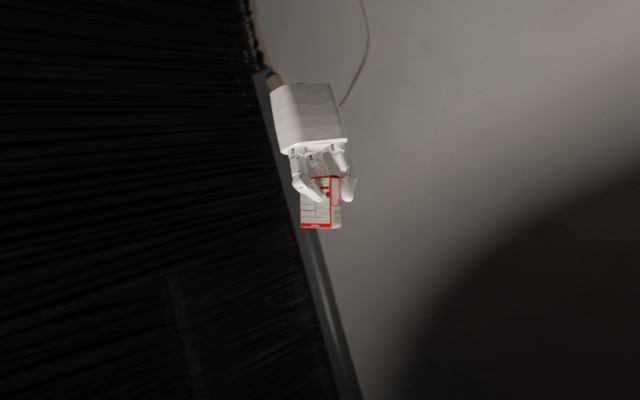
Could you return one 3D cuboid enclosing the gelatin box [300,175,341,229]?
[{"bbox_3d":[0.000,0.003,0.818,0.073,0.089,0.030,-1,-1,43],"label":"gelatin box"}]
